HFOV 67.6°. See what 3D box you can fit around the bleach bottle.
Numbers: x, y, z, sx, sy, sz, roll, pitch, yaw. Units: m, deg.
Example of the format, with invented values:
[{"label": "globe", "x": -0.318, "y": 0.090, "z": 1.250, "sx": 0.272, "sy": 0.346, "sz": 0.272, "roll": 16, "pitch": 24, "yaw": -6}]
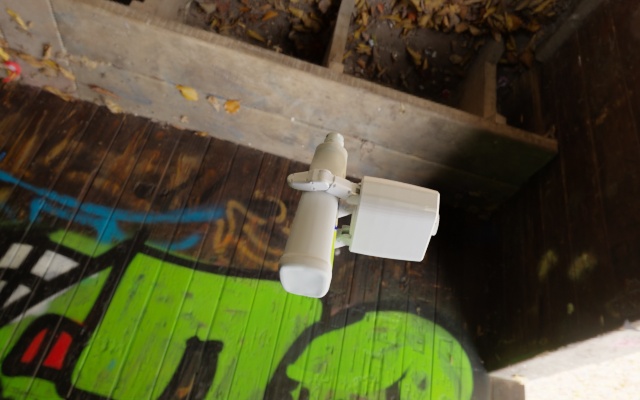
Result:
[{"label": "bleach bottle", "x": 0.000, "y": 0.002, "z": 0.677, "sx": 0.068, "sy": 0.250, "sz": 0.103, "roll": 10, "pitch": -31, "yaw": 4}]
